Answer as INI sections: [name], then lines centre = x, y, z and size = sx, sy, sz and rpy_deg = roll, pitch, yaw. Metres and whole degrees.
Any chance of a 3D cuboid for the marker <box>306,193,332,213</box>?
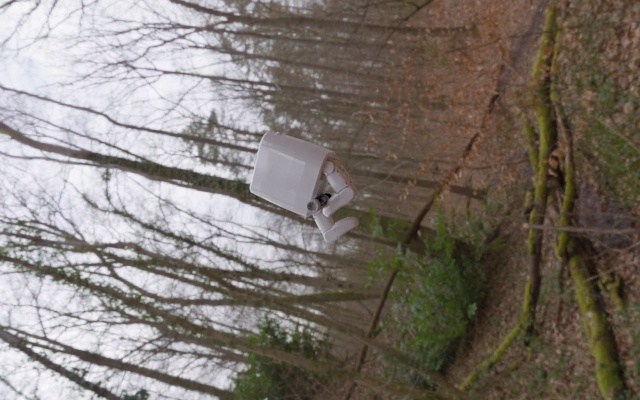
[marker]
centre = 0.000, 0.002, 0.733
size = 0.020, 0.020, 0.121
rpy_deg = 0, 6, 11
